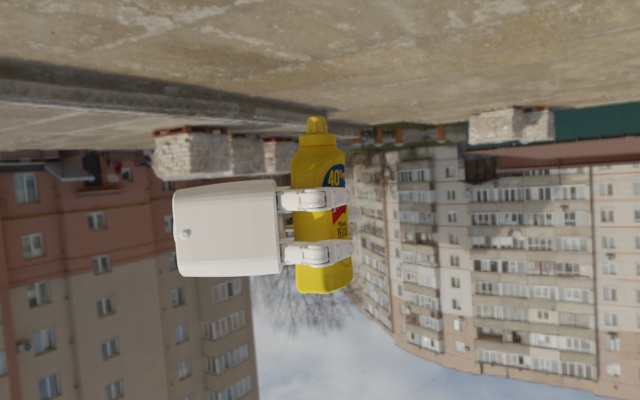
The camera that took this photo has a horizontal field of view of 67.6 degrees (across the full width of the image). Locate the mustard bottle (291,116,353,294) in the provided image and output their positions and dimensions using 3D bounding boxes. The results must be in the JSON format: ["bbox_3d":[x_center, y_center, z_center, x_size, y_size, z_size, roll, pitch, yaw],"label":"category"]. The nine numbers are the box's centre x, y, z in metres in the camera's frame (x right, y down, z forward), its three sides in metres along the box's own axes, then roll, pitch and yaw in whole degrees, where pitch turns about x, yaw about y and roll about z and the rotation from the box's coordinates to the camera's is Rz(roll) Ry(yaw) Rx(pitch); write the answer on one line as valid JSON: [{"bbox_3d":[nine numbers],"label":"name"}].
[{"bbox_3d":[0.000,0.002,0.541,0.058,0.191,0.096,-3,3,23],"label":"mustard bottle"}]
